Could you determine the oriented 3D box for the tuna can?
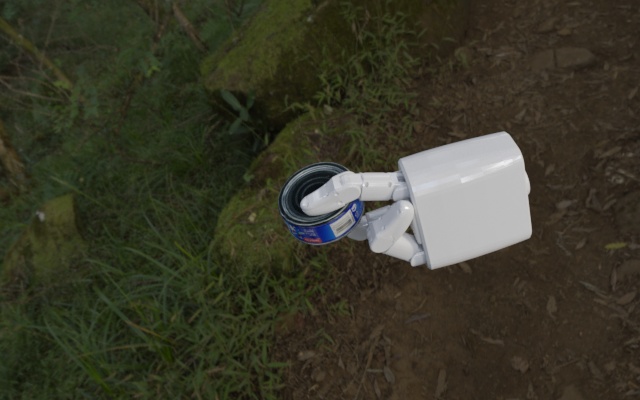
[{"bbox_3d":[0.000,0.001,0.492,0.086,0.086,0.034,0,-38,23],"label":"tuna can"}]
